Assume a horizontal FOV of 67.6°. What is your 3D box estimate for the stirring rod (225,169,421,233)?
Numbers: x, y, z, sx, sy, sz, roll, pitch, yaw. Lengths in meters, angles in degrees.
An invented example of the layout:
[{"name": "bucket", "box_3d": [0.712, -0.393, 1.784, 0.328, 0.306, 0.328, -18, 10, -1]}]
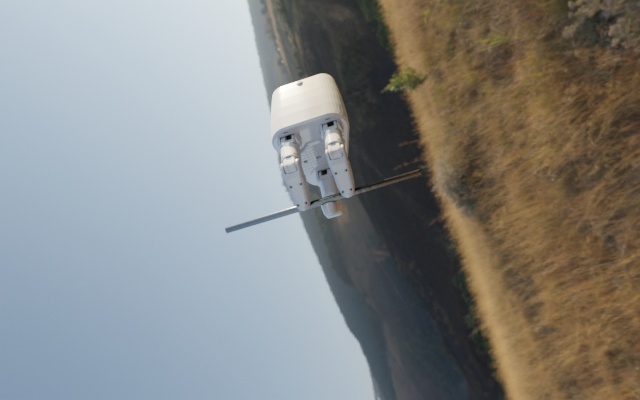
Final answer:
[{"name": "stirring rod", "box_3d": [0.000, 0.002, 0.563, 0.239, 0.011, 0.011, -17, -2, 8]}]
